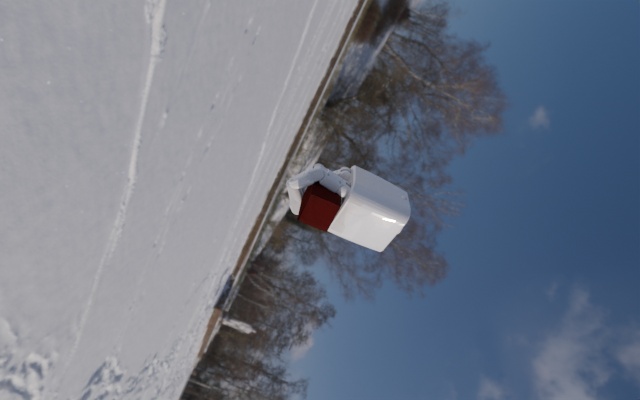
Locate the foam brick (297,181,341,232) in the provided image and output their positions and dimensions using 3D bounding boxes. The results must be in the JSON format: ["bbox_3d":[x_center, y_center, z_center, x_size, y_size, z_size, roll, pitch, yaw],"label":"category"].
[{"bbox_3d":[0.000,0.003,0.752,0.051,0.053,0.078,25,26,-8],"label":"foam brick"}]
